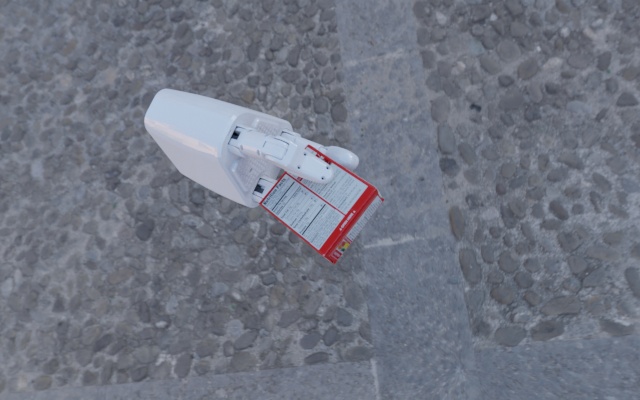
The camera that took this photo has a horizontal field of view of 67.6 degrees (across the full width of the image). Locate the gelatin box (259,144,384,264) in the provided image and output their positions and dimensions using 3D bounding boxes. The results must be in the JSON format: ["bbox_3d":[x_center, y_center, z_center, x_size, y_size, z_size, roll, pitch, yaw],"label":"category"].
[{"bbox_3d":[0.000,0.001,0.429,0.089,0.073,0.030,36,-4,31],"label":"gelatin box"}]
